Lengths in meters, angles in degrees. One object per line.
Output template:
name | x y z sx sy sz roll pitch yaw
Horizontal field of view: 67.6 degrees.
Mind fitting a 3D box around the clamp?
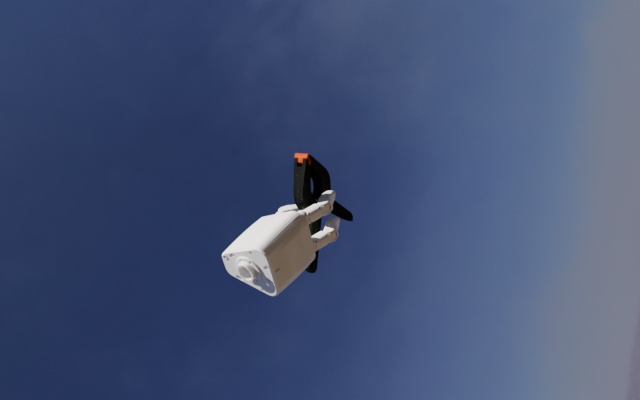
clamp | -0.001 0.002 0.863 0.036 0.210 0.164 6 33 32
